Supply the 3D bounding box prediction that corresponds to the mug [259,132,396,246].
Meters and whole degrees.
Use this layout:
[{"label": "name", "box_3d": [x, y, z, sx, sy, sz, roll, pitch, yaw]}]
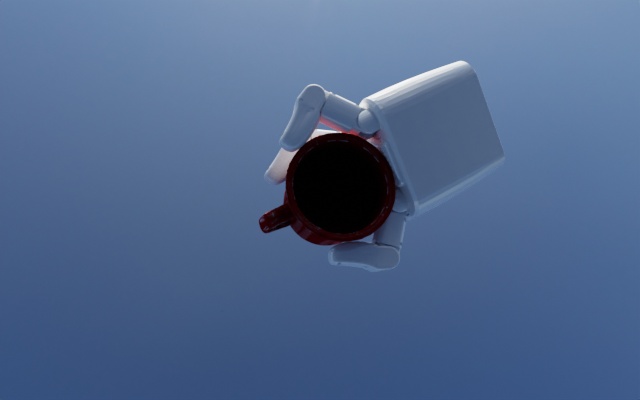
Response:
[{"label": "mug", "box_3d": [-0.001, 0.002, 0.427, 0.117, 0.093, 0.081, -26, -6, -15]}]
